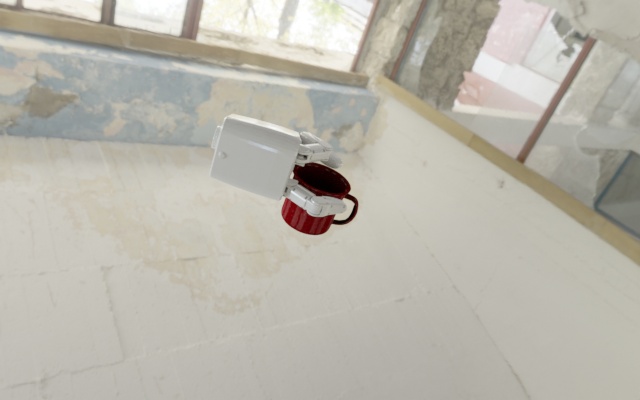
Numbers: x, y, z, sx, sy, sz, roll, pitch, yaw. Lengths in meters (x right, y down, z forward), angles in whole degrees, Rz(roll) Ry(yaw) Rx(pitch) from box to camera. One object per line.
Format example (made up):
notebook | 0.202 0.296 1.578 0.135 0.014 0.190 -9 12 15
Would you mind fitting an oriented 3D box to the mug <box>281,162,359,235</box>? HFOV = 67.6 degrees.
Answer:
mug | 0.001 0.003 0.731 0.117 0.081 0.093 18 28 -8
